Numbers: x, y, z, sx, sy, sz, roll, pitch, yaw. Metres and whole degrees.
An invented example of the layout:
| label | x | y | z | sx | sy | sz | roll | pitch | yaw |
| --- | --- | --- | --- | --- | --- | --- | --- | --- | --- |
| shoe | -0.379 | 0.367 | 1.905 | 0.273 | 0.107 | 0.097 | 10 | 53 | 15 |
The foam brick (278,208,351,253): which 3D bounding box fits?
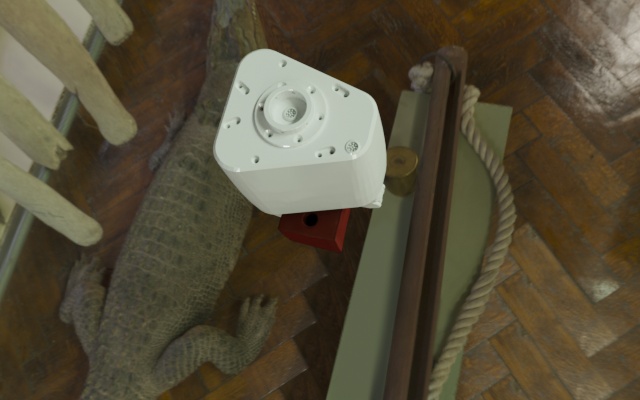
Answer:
| label | x | y | z | sx | sy | sz | roll | pitch | yaw |
| --- | --- | --- | --- | --- | --- | --- | --- | --- | --- |
| foam brick | 0.000 | 0.002 | 0.435 | 0.053 | 0.078 | 0.051 | 11 | -13 | 12 |
